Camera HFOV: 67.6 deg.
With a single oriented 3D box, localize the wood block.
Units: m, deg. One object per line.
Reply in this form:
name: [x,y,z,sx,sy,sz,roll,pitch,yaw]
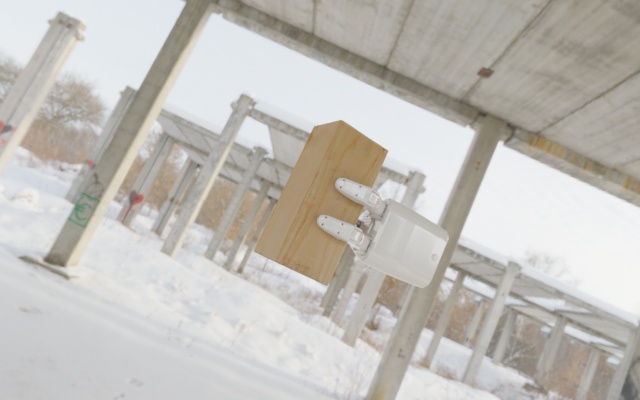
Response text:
wood block: [0.000,0.002,0.673,0.090,0.206,0.091,29,-10,-23]
